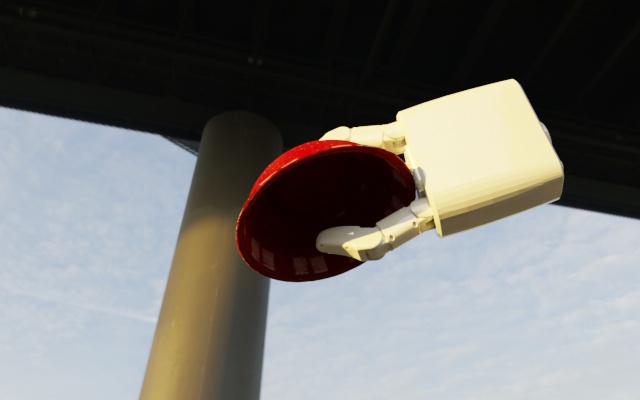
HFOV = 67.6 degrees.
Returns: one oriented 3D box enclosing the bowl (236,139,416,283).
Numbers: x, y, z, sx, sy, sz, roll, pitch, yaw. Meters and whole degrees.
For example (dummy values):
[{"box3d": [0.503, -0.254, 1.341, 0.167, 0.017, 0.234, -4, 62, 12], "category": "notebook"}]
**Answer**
[{"box3d": [-0.001, 0.001, 0.426, 0.162, 0.162, 0.055, 0, 42, -25], "category": "bowl"}]
